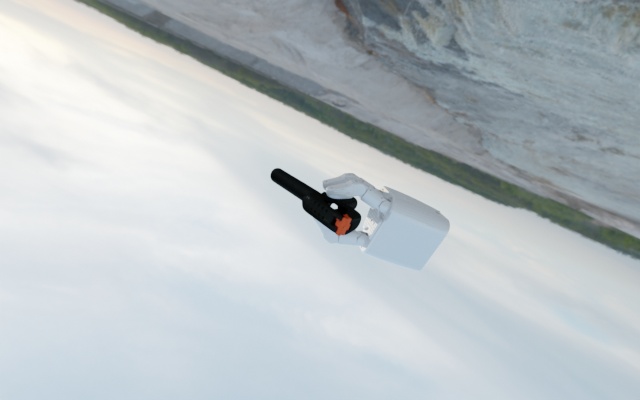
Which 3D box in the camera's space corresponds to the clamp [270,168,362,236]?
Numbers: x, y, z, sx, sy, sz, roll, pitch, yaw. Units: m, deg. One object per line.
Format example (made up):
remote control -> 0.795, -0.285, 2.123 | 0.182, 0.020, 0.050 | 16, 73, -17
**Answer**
clamp -> 0.000, 0.003, 0.748 | 0.164, 0.036, 0.210 | 21, 11, -12
